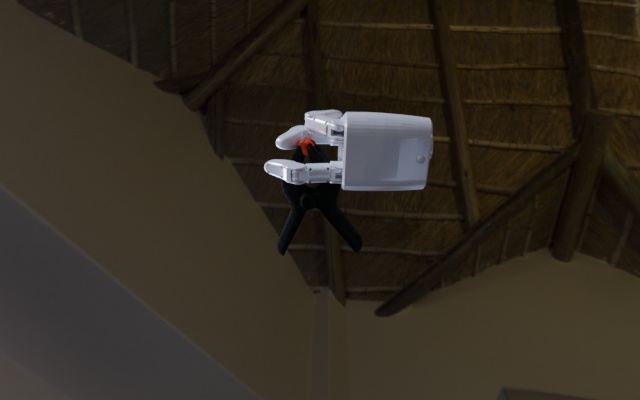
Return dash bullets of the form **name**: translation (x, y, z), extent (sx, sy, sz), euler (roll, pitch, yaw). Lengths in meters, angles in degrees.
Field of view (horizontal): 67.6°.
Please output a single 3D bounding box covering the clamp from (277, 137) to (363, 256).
- **clamp**: translation (0.000, 0.002, 0.644), extent (0.120, 0.171, 0.039), euler (2, 25, 0)
